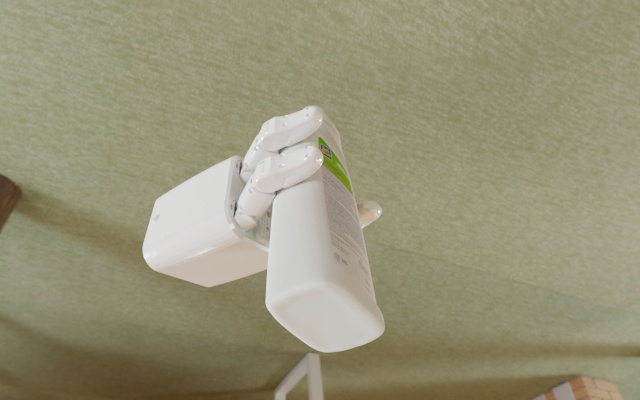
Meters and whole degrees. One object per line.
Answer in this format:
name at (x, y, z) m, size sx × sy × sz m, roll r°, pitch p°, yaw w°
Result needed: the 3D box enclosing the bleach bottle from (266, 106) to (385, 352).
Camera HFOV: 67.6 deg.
bleach bottle at (0.000, 0.001, 0.443) m, size 0.068 × 0.250 × 0.103 m, roll -24°, pitch -48°, yaw 20°
